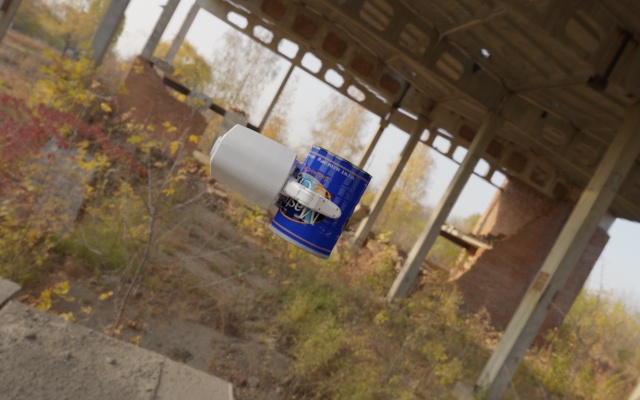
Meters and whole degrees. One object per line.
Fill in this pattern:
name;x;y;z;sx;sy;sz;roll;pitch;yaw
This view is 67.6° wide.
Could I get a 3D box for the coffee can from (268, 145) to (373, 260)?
coffee can;0.000;0.003;0.713;0.103;0.140;0.103;29;2;-1
